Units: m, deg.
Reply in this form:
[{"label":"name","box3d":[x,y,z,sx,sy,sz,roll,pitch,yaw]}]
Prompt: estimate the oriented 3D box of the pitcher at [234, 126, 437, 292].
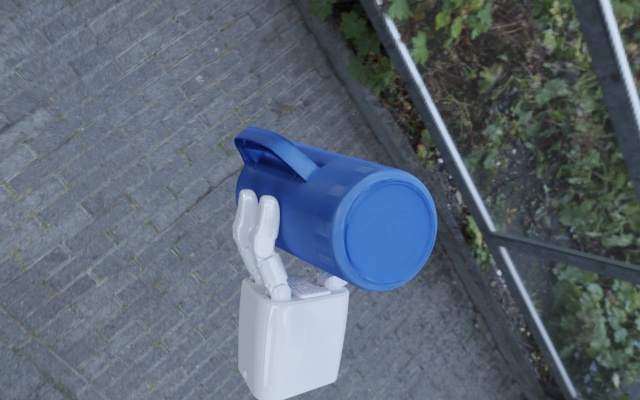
[{"label":"pitcher","box3d":[0.000,0.002,0.501,0.149,0.145,0.243,2,8,-27]}]
